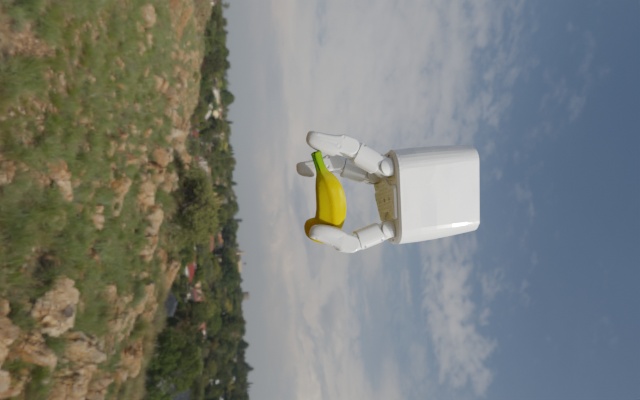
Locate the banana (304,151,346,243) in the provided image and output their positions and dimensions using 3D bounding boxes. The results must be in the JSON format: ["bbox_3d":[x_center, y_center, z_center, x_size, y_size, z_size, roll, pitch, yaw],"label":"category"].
[{"bbox_3d":[0.005,0.017,0.609,0.037,0.069,0.198,-10,-27,-12],"label":"banana"}]
